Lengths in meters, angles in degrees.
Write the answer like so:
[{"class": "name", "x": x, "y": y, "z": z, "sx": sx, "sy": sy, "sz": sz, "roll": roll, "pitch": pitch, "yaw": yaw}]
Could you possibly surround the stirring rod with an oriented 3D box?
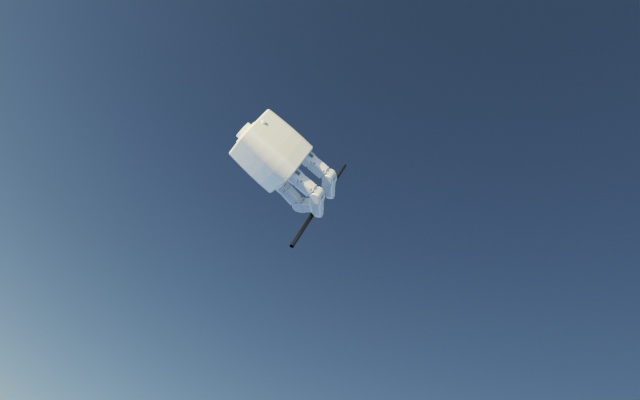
[{"class": "stirring rod", "x": 0.000, "y": 0.003, "z": 0.877, "sx": 0.011, "sy": 0.011, "sz": 0.239, "roll": 0, "pitch": 38, "yaw": 31}]
